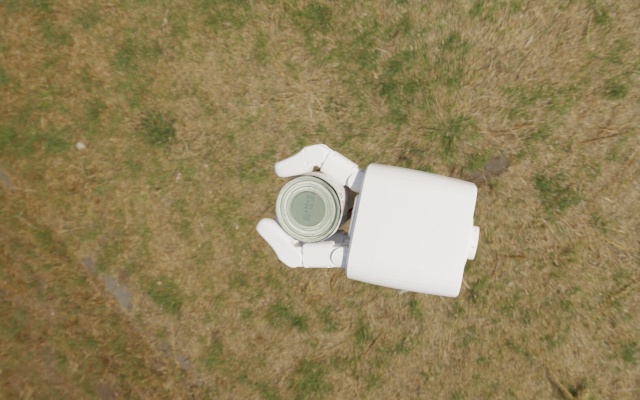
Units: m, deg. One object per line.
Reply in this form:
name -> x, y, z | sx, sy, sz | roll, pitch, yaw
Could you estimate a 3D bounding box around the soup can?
soup can -> 0.000, 0.002, 0.505 | 0.068, 0.068, 0.102 | 0, 8, 15
